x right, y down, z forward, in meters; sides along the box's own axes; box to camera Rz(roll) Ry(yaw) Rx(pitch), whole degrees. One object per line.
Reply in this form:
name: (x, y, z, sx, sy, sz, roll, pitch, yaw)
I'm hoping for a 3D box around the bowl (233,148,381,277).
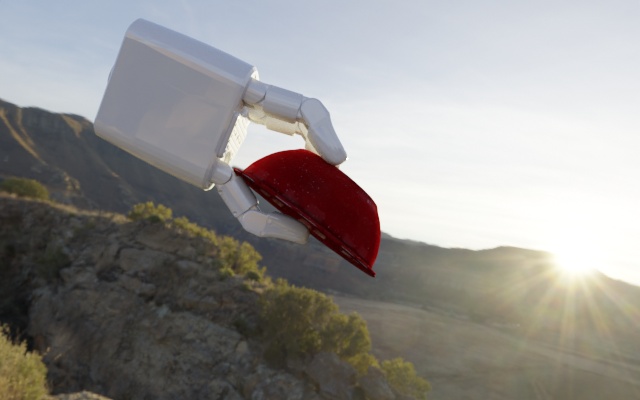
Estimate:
bowl: (0.001, 0.002, 0.441, 0.162, 0.055, 0.162, 37, -6, 5)
